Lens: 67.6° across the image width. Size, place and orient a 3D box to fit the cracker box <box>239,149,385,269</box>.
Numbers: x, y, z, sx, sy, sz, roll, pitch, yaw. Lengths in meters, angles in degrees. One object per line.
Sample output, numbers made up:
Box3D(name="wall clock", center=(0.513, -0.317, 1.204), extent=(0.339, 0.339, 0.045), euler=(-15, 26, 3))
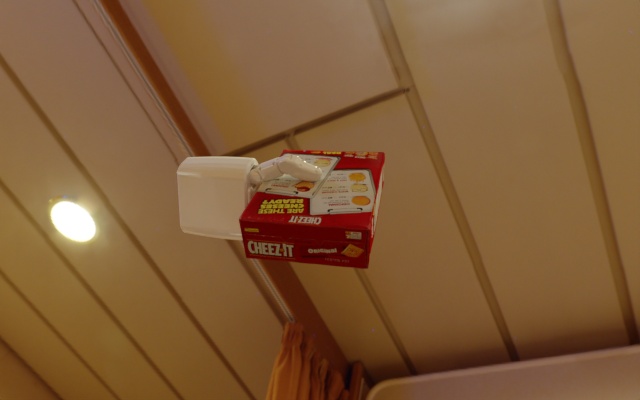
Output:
Box3D(name="cracker box", center=(0.000, 0.002, 0.674), extent=(0.164, 0.072, 0.213), euler=(3, 31, 11))
